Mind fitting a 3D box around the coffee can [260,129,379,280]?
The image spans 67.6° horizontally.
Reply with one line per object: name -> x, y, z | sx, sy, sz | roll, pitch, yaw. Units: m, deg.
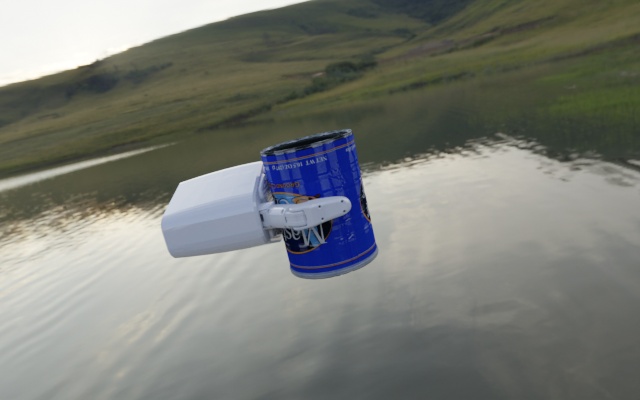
coffee can -> 0.000, 0.002, 0.529 | 0.103, 0.140, 0.102 | -13, 13, 3
